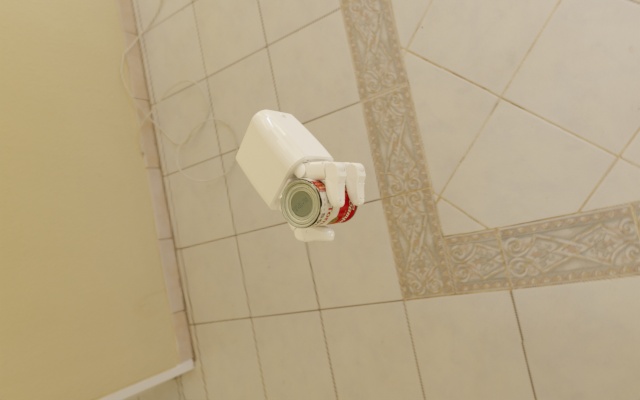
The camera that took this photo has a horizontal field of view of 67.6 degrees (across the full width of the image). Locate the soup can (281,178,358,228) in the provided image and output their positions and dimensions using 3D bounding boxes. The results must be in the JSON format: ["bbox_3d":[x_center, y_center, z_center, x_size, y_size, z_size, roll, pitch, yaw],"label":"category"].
[{"bbox_3d":[0.000,0.003,0.676,0.068,0.068,0.102,0,2,33],"label":"soup can"}]
